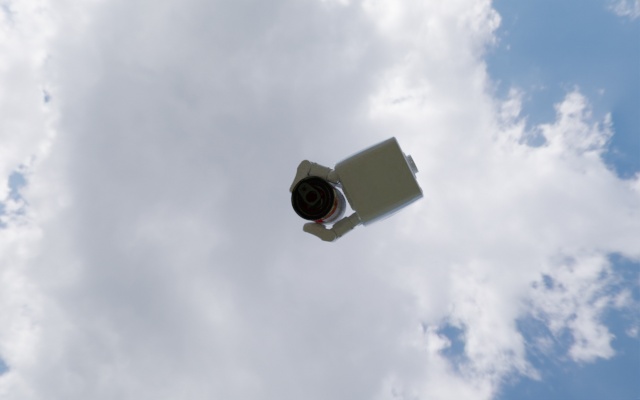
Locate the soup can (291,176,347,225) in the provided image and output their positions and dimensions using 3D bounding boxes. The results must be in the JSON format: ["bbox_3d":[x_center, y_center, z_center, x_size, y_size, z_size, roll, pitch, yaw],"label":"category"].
[{"bbox_3d":[0.000,0.003,0.758,0.068,0.068,0.102,0,-7,14],"label":"soup can"}]
